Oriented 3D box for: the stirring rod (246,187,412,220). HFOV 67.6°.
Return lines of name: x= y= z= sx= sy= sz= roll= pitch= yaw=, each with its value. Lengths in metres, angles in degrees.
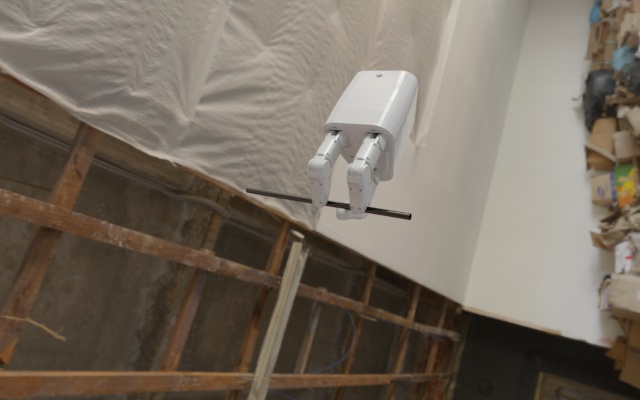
stirring rod: x=0.000 y=0.002 z=0.601 sx=0.239 sy=0.011 sz=0.011 roll=9 pitch=5 yaw=32
